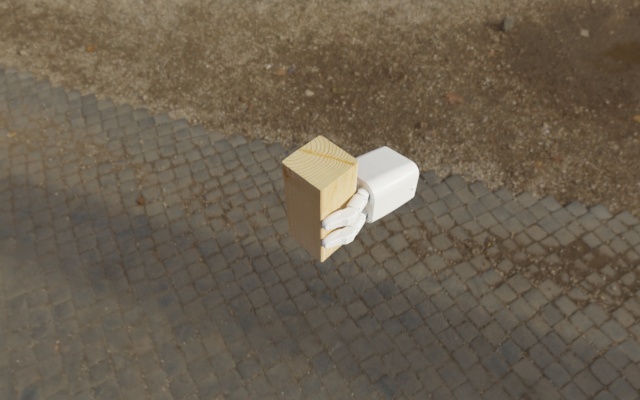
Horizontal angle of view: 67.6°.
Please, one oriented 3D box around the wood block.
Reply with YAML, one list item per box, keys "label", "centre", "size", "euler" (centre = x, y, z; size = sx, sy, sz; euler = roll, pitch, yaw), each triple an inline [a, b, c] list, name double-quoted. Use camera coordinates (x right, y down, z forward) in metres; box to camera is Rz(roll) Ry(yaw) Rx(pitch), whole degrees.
- label: "wood block"
  centre: [0.000, 0.002, 0.836]
  size: [0.090, 0.206, 0.090]
  euler: [37, 60, 27]
